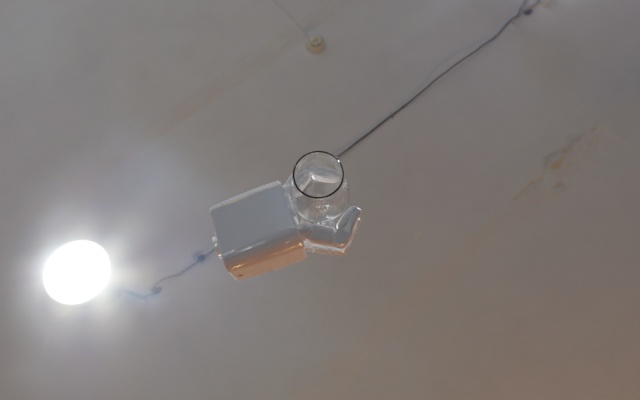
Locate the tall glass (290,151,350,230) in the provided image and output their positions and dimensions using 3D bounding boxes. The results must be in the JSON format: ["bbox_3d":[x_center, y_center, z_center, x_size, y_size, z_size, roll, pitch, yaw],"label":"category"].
[{"bbox_3d":[0.000,0.002,0.662,0.079,0.079,0.201,0,-20,1],"label":"tall glass"}]
